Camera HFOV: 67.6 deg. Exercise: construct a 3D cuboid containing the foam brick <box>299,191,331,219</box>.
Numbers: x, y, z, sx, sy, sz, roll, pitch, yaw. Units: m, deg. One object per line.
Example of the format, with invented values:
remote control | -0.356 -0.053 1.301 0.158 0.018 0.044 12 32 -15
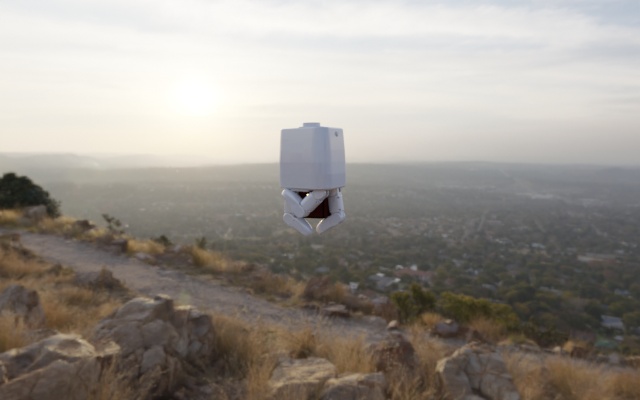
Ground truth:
foam brick | 0.000 0.003 0.887 0.053 0.051 0.078 1 6 25
